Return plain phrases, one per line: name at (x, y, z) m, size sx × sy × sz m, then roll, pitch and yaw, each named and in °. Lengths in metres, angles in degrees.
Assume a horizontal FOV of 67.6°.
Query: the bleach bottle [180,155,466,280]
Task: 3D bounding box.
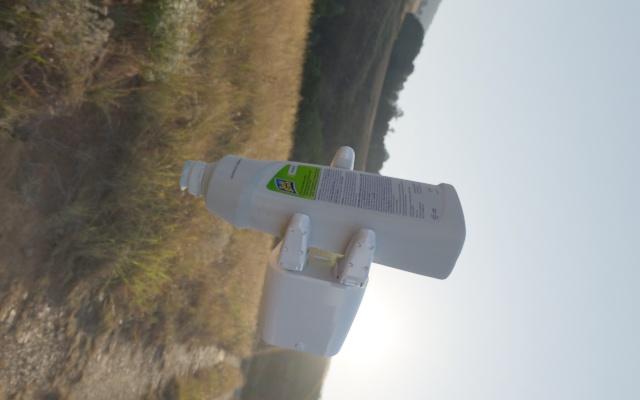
bleach bottle at (0.000, 0.001, 0.443) m, size 0.251 × 0.068 × 0.102 m, roll 13°, pitch 30°, yaw -1°
